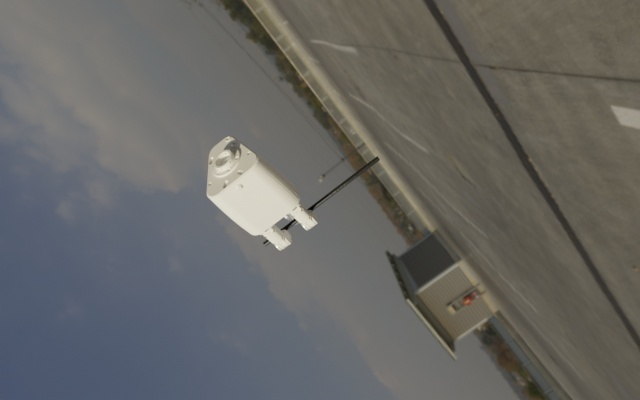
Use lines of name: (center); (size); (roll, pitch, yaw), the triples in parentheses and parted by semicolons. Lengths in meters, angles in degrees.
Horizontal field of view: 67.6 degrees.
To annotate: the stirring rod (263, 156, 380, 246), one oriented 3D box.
stirring rod: (0.000, 0.002, 0.795); (0.239, 0.011, 0.011); (-37, -6, 7)
